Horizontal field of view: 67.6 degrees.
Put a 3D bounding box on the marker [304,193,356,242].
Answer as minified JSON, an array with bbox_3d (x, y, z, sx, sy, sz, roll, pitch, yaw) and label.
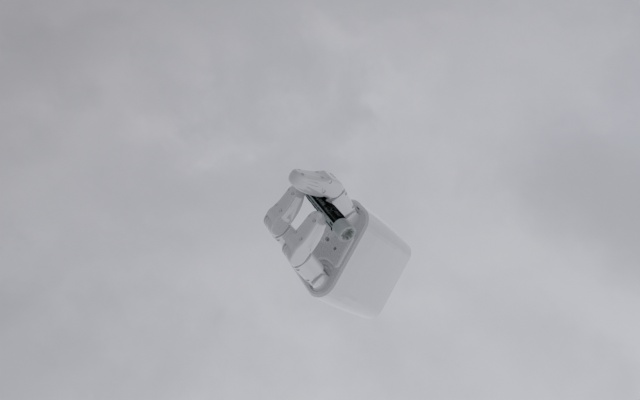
[{"bbox_3d":[0.000,0.002,0.502,0.020,0.020,0.121,0,31,-30],"label":"marker"}]
